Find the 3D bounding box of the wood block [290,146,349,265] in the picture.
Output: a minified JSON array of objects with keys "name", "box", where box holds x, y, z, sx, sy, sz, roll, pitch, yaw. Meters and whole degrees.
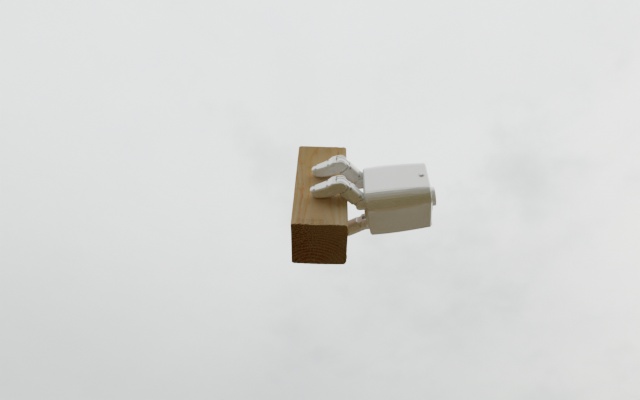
[{"name":"wood block","box":[0.001,0.003,0.820,0.090,0.091,0.206,1,41,1]}]
